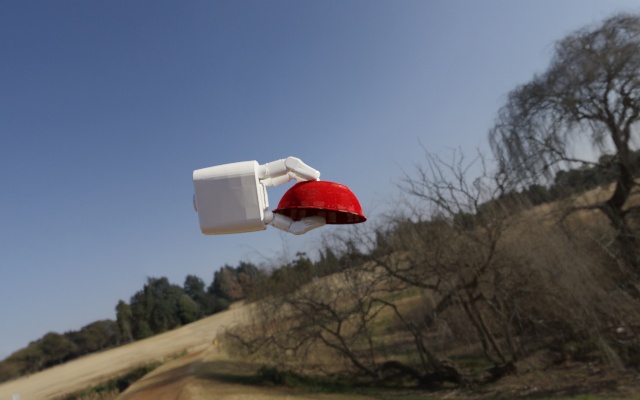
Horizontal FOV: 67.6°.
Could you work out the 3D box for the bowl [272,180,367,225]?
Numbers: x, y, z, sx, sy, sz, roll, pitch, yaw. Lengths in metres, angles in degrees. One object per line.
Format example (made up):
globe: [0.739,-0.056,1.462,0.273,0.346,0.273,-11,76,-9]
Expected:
bowl: [0.001,0.002,0.811,0.162,0.055,0.162,5,-11,1]
